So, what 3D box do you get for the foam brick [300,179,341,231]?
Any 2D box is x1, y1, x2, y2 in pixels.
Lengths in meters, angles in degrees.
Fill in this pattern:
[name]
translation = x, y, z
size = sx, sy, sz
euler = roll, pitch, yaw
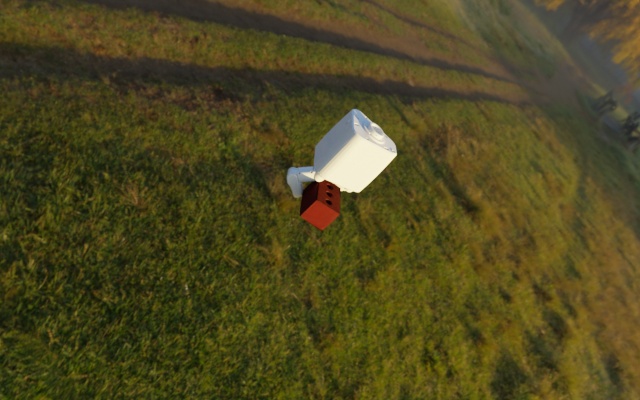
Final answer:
[foam brick]
translation = 0.000, 0.003, 0.857
size = 0.053, 0.078, 0.051
euler = 34, -56, -22
